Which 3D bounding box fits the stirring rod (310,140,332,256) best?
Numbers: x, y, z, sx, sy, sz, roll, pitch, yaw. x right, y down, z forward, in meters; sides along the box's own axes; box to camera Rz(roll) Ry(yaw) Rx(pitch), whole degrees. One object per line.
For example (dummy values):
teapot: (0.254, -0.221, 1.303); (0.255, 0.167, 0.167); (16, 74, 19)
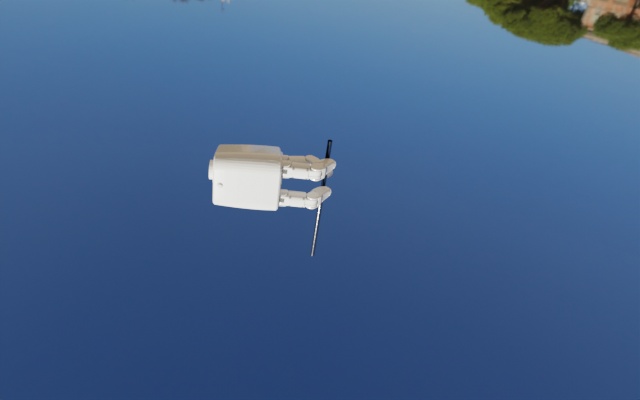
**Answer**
stirring rod: (0.000, 0.003, 0.845); (0.011, 0.240, 0.011); (6, 32, -4)
